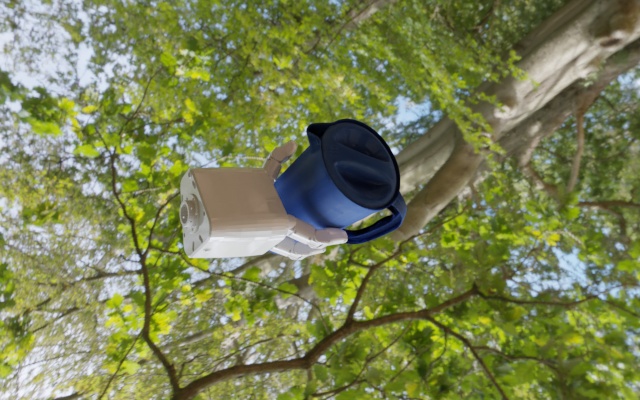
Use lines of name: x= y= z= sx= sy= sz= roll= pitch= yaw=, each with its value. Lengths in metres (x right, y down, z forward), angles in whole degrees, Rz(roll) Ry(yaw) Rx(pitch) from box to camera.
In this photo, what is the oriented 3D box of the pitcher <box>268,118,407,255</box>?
pitcher: x=0.000 y=0.002 z=0.709 sx=0.145 sy=0.149 sz=0.243 roll=-3 pitch=-21 yaw=-37
